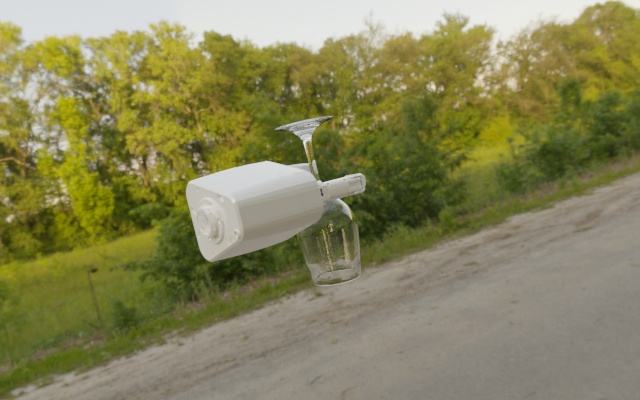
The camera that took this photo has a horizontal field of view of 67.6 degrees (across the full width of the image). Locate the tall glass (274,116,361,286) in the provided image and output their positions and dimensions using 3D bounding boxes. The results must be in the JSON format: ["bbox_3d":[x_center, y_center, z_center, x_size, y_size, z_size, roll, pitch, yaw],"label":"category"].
[{"bbox_3d":[0.000,0.001,0.597,0.079,0.201,0.079,-13,5,1],"label":"tall glass"}]
